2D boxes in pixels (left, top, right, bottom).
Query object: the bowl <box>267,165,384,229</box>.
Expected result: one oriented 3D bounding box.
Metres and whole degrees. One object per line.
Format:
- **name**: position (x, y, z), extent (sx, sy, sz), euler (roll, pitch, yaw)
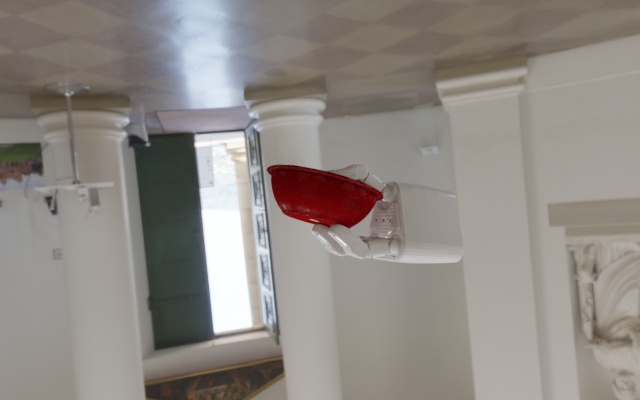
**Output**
- **bowl**: position (-0.001, 0.002, 0.641), extent (0.162, 0.055, 0.162), euler (14, -8, 2)
